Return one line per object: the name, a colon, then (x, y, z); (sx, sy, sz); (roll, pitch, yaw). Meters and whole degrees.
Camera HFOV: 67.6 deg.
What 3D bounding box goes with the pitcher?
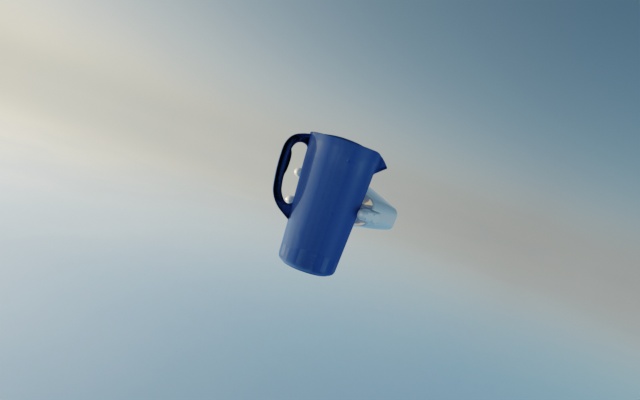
pitcher: (0.000, 0.003, 0.856); (0.149, 0.243, 0.145); (21, 4, 38)
